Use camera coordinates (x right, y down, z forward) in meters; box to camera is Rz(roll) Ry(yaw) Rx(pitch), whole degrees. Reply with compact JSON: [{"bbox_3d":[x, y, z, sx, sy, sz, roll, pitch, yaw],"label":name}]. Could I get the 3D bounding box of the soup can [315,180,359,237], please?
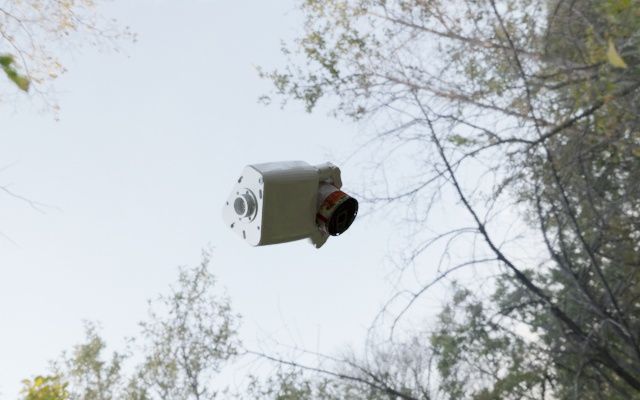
[{"bbox_3d":[0.000,0.002,0.749,0.102,0.068,0.068,34,20,33],"label":"soup can"}]
